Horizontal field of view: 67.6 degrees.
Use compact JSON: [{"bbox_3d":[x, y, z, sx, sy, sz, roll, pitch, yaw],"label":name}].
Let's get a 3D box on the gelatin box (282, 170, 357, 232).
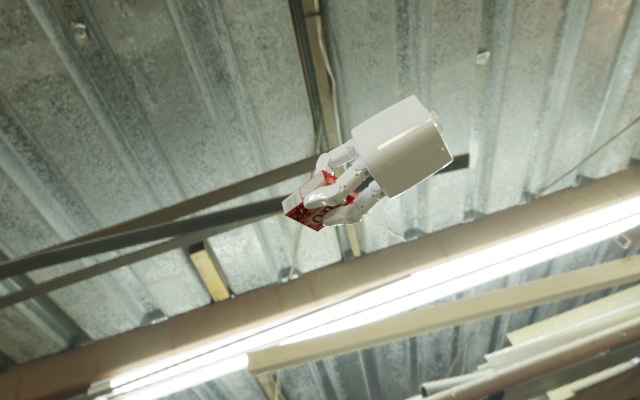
[{"bbox_3d":[0.000,0.002,0.704,0.089,0.030,0.073,-37,-44,25],"label":"gelatin box"}]
